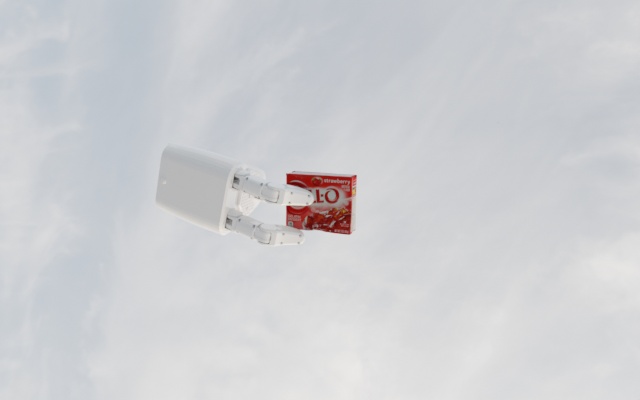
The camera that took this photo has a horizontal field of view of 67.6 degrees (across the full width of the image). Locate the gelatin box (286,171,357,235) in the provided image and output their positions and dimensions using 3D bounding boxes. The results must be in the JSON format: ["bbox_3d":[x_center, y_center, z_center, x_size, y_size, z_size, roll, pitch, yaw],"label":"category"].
[{"bbox_3d":[0.001,0.002,0.605,0.089,0.073,0.030,5,11,17],"label":"gelatin box"}]
